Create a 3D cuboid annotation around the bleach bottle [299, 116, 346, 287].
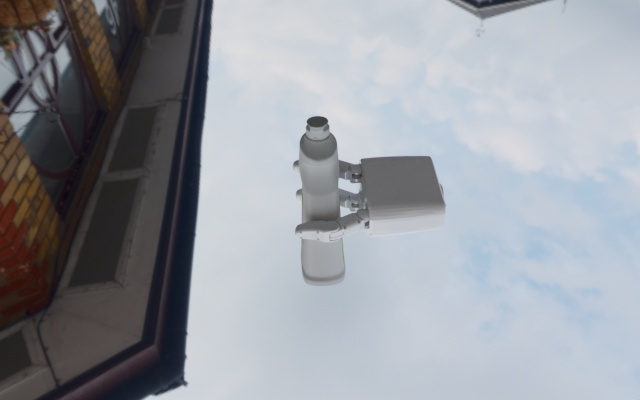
[{"bbox_3d":[0.000,0.002,0.676,0.068,0.251,0.102,-4,39,-3],"label":"bleach bottle"}]
